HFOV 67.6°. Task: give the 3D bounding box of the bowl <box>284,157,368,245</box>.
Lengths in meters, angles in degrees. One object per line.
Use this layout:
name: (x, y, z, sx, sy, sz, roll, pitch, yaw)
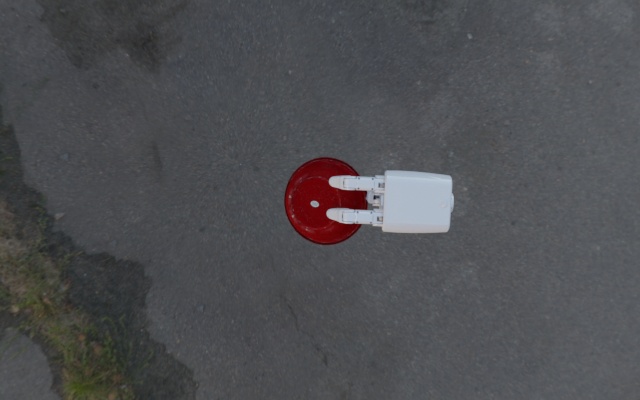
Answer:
bowl: (-0.001, 0.003, 0.849, 0.162, 0.162, 0.055, 0, 3, 19)
